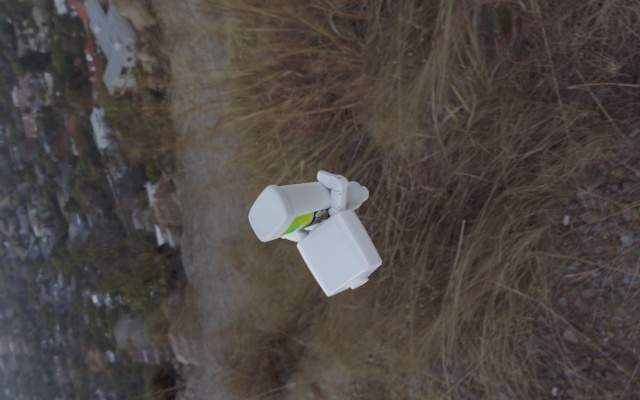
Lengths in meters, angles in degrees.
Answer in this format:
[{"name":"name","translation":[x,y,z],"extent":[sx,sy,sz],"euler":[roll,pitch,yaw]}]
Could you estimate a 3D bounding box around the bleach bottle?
[{"name":"bleach bottle","translation":[0.000,0.003,0.843],"extent":[0.251,0.068,0.103],"euler":[-14,-25,-43]}]
